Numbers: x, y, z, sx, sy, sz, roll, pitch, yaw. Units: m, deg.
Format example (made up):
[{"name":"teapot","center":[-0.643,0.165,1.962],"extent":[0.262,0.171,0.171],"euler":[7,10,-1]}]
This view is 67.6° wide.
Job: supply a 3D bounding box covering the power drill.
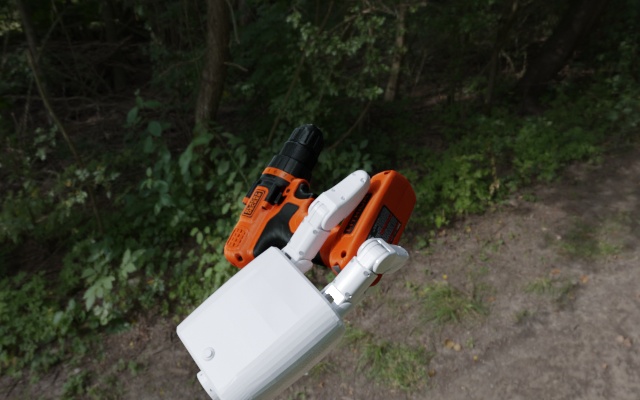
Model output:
[{"name":"power drill","center":[0.000,0.002,0.486],"extent":[0.187,0.184,0.057],"euler":[10,-22,46]}]
